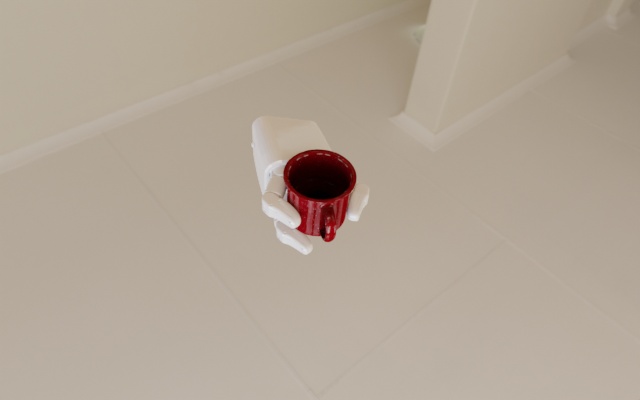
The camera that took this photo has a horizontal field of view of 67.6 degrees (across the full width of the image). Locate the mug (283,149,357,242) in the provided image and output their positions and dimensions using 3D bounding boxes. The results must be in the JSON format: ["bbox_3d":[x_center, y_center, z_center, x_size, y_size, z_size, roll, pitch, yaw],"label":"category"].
[{"bbox_3d":[0.001,0.003,0.622,0.093,0.117,0.082,-10,-39,-13],"label":"mug"}]
